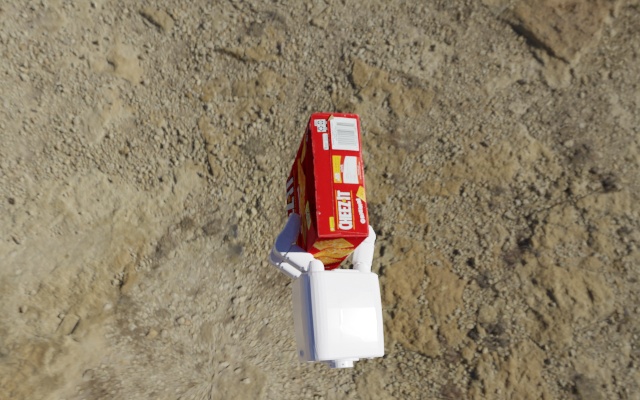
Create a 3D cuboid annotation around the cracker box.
[{"bbox_3d":[0.000,0.002,0.664,0.072,0.164,0.214,1,-20,-13],"label":"cracker box"}]
